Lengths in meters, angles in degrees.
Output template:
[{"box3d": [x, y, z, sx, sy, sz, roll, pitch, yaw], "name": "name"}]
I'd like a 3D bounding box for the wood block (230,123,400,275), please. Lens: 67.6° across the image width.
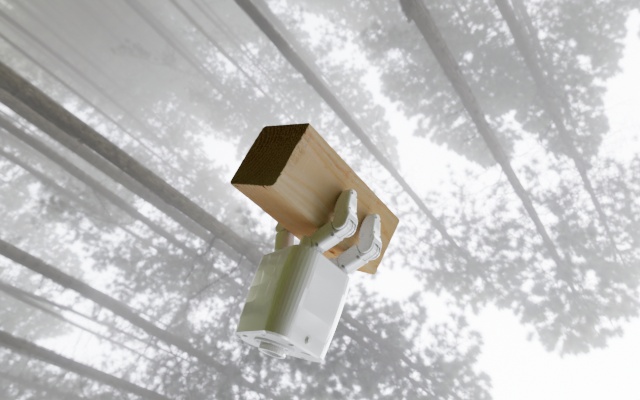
[{"box3d": [0.000, 0.002, 0.610, 0.091, 0.090, 0.206, 5, -30, 47], "name": "wood block"}]
